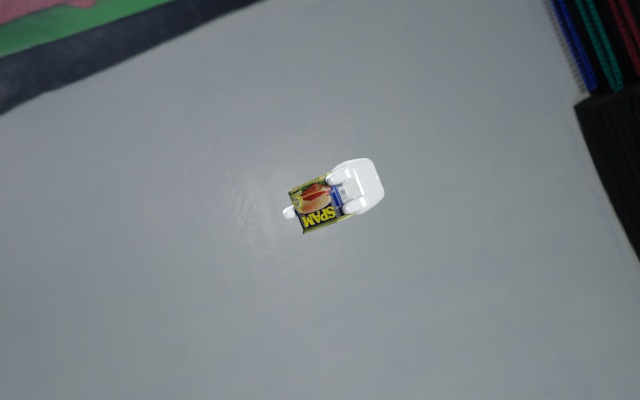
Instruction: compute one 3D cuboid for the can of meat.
[{"bbox_3d":[0.000,0.002,0.841,0.102,0.084,0.057,-22,1,32],"label":"can of meat"}]
